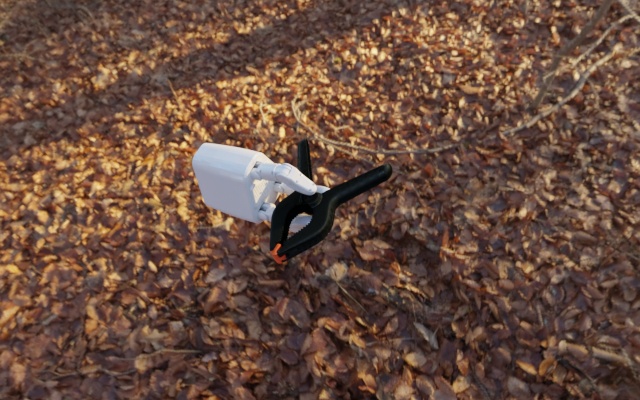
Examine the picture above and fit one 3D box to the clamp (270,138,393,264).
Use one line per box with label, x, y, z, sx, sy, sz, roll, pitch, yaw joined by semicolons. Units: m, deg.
clamp;-0.001;0.002;0.694;0.164;0.210;0.036;13;-30;26
